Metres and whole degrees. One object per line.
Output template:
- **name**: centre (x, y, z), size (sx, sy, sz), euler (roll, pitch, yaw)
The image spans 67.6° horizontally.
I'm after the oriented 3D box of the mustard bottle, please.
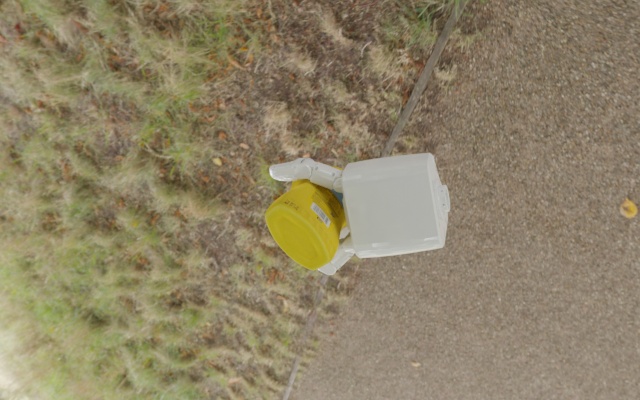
- **mustard bottle**: centre (0.000, 0.002, 0.635), size (0.058, 0.096, 0.191), euler (-36, 12, 31)
